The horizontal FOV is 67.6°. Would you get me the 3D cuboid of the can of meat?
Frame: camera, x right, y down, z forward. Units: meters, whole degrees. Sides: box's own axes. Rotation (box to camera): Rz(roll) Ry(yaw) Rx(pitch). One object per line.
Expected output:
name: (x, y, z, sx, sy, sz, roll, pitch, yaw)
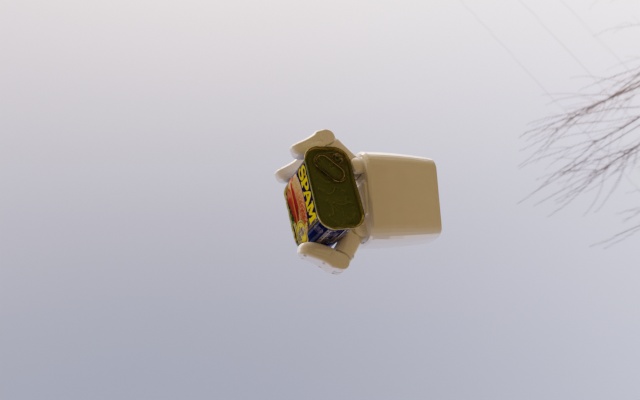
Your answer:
can of meat: (0.000, 0.002, 0.556, 0.057, 0.102, 0.084, -2, -24, -26)
